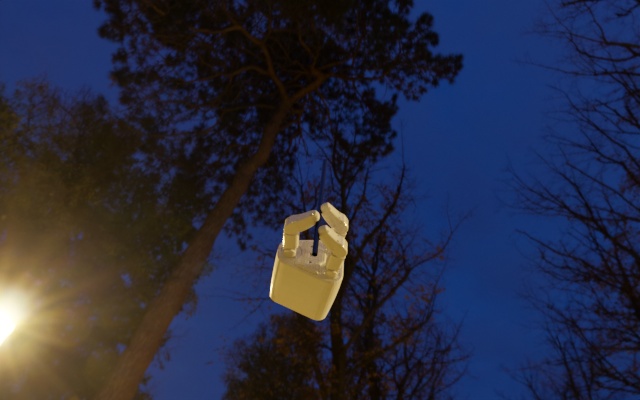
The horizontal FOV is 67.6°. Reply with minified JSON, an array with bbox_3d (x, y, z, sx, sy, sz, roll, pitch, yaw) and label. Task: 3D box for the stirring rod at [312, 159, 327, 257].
[{"bbox_3d":[0.000,0.003,0.766,0.011,0.011,0.239,0,38,5],"label":"stirring rod"}]
